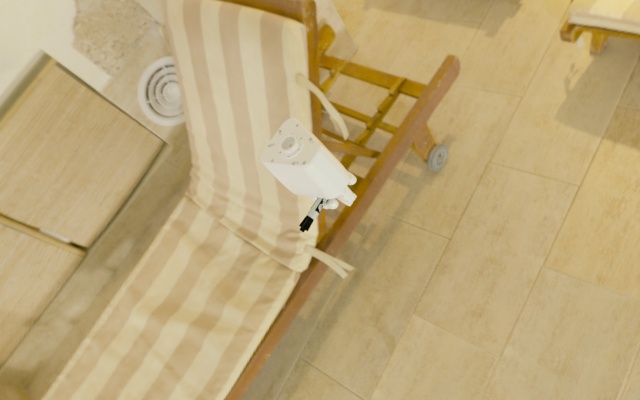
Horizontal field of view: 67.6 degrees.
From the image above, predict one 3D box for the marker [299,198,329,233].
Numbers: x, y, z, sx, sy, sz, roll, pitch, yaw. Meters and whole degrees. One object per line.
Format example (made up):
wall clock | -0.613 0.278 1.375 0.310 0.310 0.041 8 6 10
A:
marker | 0.000 0.003 0.826 0.020 0.121 0.020 33 -8 5
